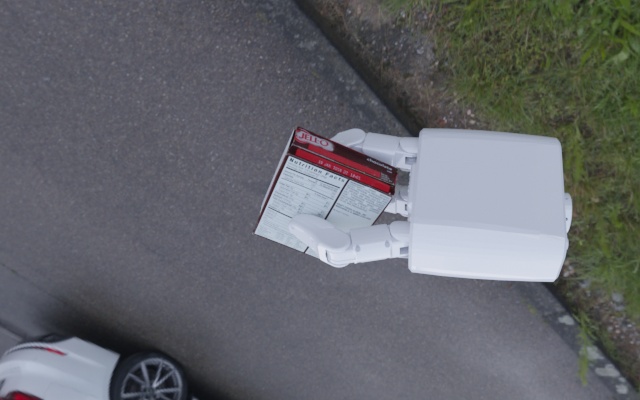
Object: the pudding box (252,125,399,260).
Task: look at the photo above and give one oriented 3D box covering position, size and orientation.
[{"bbox_3d":[0.000,0.001,0.402,0.090,0.039,0.114,23,-45,-7],"label":"pudding box"}]
